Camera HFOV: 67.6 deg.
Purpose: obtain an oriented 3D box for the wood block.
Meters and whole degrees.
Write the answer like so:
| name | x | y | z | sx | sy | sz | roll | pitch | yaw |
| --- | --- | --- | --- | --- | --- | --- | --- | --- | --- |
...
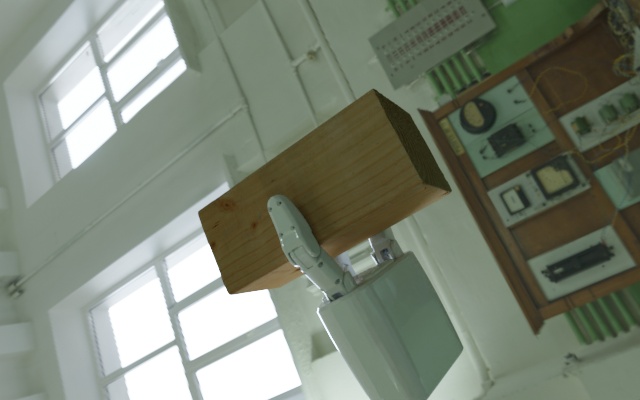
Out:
| name | x | y | z | sx | sy | sz | roll | pitch | yaw |
| --- | --- | --- | --- | --- | --- | --- | --- | --- | --- |
| wood block | 0.000 | 0.002 | 0.441 | 0.206 | 0.090 | 0.091 | -32 | -18 | 23 |
